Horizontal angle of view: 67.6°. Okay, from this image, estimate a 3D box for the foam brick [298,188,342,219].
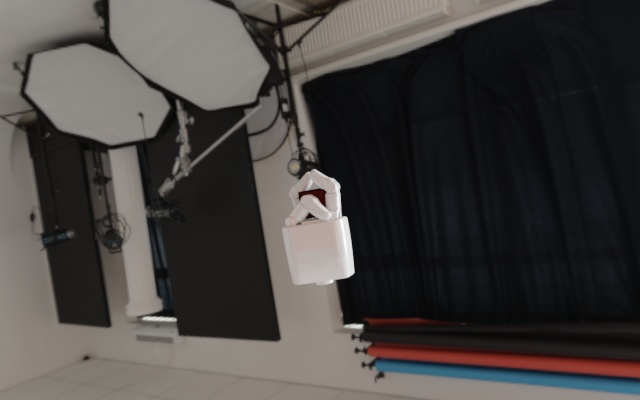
[{"bbox_3d":[0.000,0.003,0.892,0.053,0.051,0.078,-9,1,24],"label":"foam brick"}]
